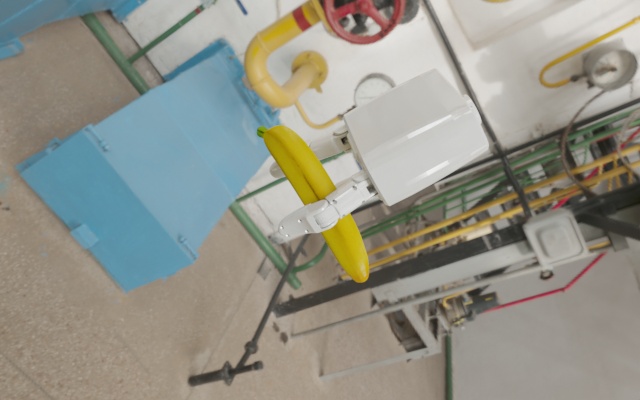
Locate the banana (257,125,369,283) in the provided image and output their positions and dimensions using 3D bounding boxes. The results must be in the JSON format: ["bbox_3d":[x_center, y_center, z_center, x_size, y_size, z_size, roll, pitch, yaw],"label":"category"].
[{"bbox_3d":[-0.001,-0.002,0.479,0.037,0.198,0.069,-32,-1,-4],"label":"banana"}]
